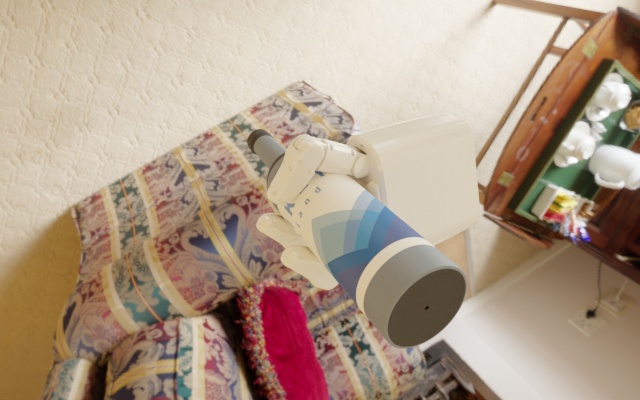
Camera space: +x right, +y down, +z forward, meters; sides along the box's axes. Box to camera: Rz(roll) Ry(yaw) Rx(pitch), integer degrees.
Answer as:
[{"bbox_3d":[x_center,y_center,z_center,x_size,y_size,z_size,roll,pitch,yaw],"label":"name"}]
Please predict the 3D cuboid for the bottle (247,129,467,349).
[{"bbox_3d":[0.000,0.001,0.415,0.069,0.069,0.295,0,27,-32],"label":"bottle"}]
